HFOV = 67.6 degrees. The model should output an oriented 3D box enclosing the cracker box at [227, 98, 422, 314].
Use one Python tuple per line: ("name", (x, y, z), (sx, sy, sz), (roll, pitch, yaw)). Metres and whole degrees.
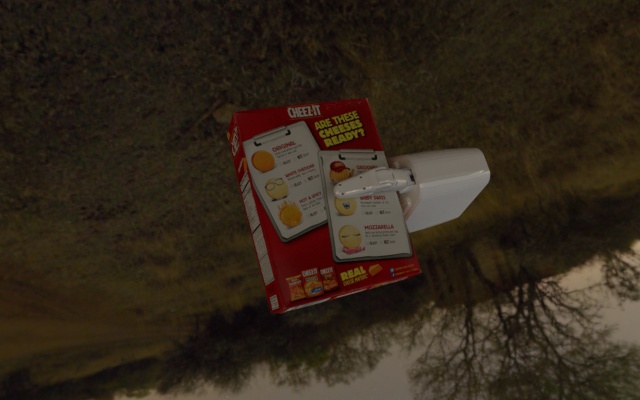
("cracker box", (0.000, 0.002, 0.537), (0.164, 0.213, 0.072), (-11, -14, -23))
